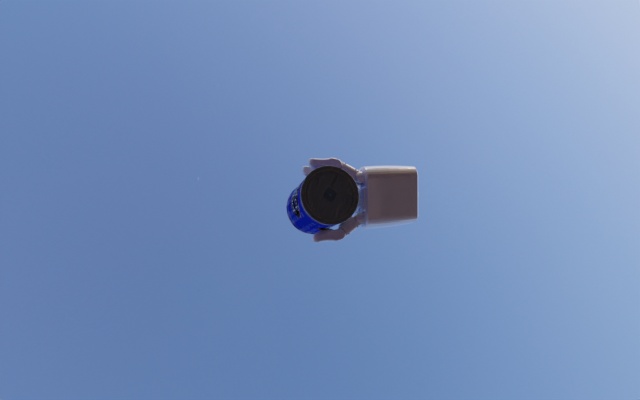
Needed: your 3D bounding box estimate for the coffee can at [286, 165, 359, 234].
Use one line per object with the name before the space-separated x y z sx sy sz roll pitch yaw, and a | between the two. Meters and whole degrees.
coffee can | 0.000 0.003 0.870 0.103 0.103 0.140 0 -10 -14
